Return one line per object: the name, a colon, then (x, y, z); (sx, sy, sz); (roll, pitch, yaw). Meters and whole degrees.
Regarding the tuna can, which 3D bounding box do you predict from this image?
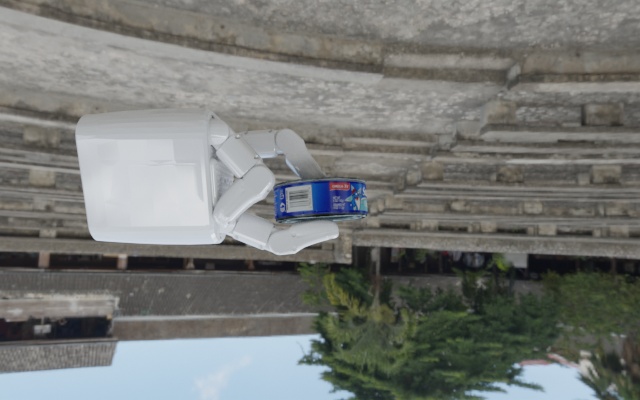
tuna can: (0.000, 0.002, 0.436); (0.086, 0.033, 0.086); (-3, -6, 0)
